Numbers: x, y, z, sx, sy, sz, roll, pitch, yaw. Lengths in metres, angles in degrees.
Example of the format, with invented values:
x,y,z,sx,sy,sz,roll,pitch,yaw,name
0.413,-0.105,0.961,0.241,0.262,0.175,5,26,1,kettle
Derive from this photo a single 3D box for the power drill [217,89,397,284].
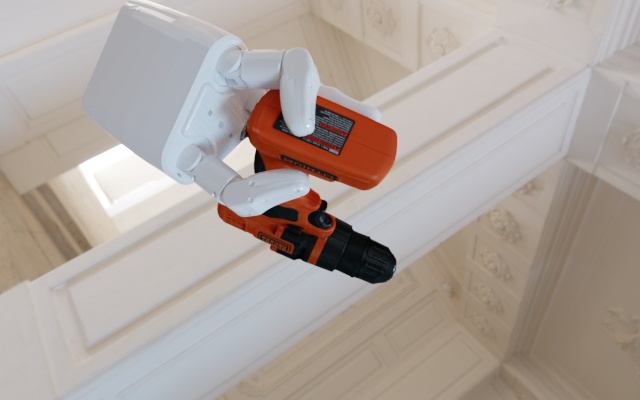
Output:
x,y,z,sx,sy,sz,roll,pitch,yaw,name
0.000,0.001,0.406,0.184,0.057,0.188,22,-32,0,power drill
